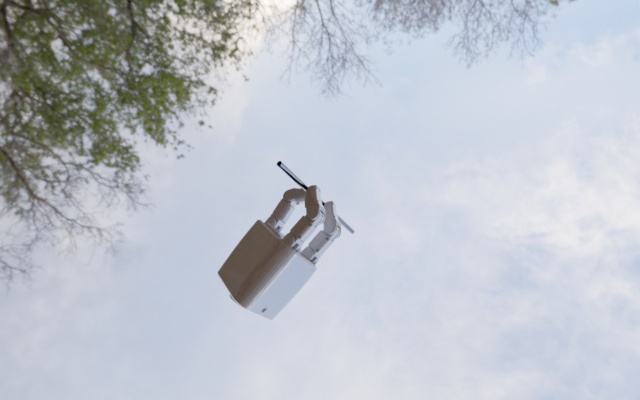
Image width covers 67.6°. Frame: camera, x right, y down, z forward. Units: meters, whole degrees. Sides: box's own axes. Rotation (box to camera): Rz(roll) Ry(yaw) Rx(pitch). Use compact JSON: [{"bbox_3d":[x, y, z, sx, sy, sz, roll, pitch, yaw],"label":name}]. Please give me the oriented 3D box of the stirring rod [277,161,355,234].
[{"bbox_3d":[0.000,0.002,0.728,0.011,0.011,0.240,0,-25,30],"label":"stirring rod"}]
